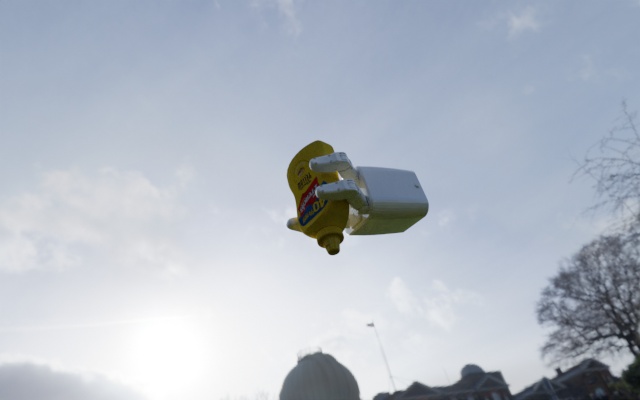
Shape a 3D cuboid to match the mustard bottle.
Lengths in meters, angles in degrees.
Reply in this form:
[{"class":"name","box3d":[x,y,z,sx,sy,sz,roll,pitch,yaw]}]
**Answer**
[{"class":"mustard bottle","box3d":[0.000,0.002,0.744,0.058,0.191,0.096,21,-51,-37]}]
